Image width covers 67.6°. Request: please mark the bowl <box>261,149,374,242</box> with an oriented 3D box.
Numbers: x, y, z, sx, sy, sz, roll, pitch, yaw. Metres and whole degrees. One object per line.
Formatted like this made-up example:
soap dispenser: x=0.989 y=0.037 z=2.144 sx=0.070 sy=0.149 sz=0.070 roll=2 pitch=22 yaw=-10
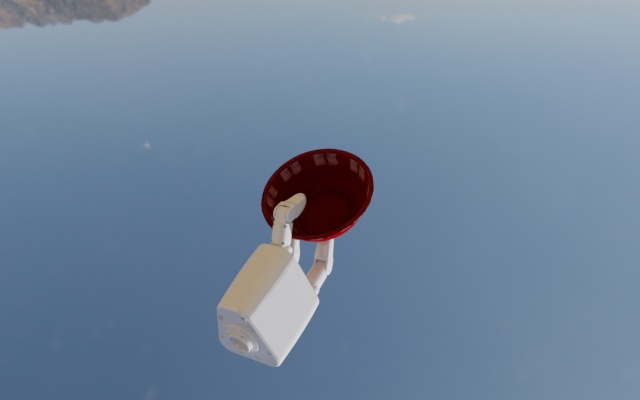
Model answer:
bowl: x=0.001 y=0.002 z=0.683 sx=0.162 sy=0.162 sz=0.055 roll=0 pitch=-36 yaw=18
